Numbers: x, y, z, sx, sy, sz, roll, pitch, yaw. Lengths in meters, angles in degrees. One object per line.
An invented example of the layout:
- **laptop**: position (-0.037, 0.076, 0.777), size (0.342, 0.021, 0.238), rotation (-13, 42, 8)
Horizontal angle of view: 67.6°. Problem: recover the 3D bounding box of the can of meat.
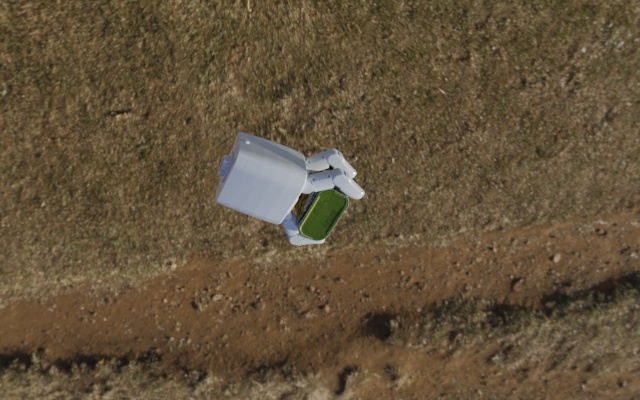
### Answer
- **can of meat**: position (0.000, 0.003, 0.760), size (0.057, 0.102, 0.084), rotation (22, 26, -19)
